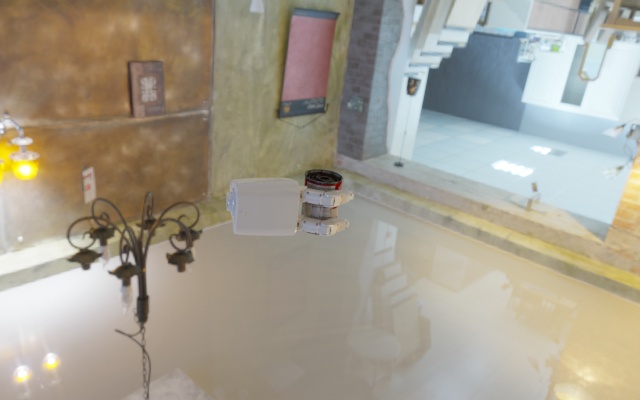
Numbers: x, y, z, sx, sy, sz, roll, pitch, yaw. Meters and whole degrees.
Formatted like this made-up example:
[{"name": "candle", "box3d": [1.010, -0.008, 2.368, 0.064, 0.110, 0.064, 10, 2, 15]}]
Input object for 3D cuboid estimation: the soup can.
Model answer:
[{"name": "soup can", "box3d": [0.001, 0.003, 0.860, 0.068, 0.102, 0.068, 6, 22, -2]}]
